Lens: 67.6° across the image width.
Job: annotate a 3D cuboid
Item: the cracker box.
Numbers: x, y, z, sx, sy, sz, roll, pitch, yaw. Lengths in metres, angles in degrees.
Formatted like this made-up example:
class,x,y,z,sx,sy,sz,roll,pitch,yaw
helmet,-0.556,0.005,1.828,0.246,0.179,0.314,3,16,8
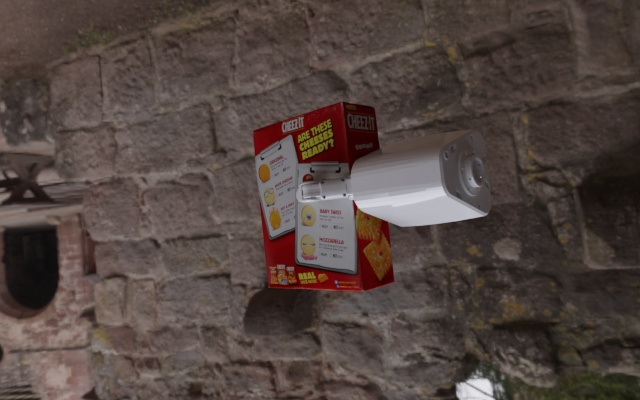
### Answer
class,x,y,z,sx,sy,sz,roll,pitch,yaw
cracker box,0.000,0.002,0.603,0.164,0.213,0.072,-8,-3,43
